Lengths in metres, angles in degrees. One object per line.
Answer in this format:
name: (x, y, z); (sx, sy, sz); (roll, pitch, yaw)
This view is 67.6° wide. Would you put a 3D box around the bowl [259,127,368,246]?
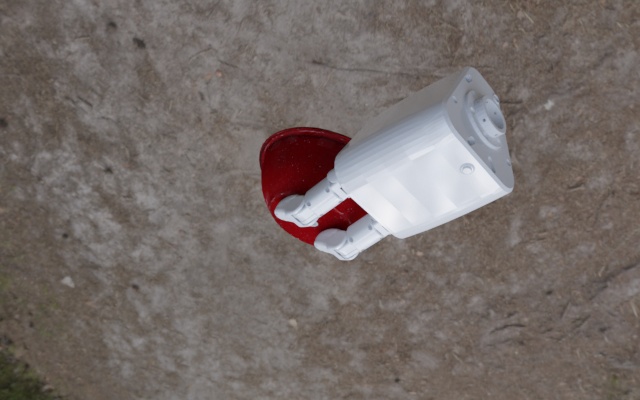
bowl: (-0.001, 0.002, 0.493); (0.162, 0.055, 0.162); (17, -33, 12)
